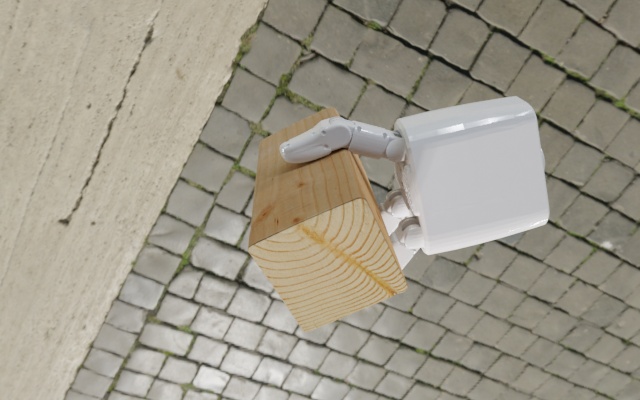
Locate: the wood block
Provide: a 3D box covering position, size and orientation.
[{"bbox_3d":[0.000,0.001,0.429,0.090,0.091,0.206,-24,27,8],"label":"wood block"}]
